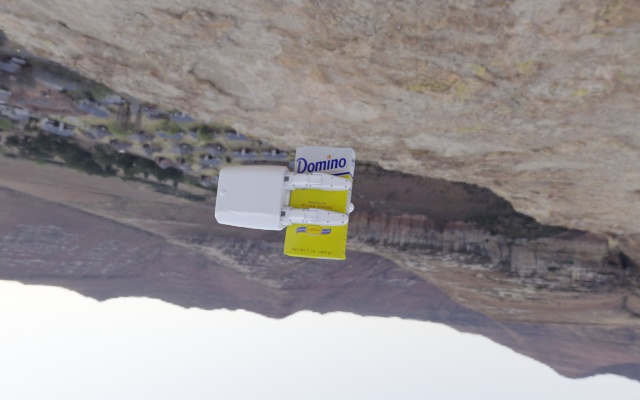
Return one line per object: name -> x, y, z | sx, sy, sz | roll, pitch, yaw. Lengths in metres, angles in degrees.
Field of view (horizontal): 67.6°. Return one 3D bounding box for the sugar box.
sugar box -> 0.000, 0.002, 0.755 | 0.093, 0.176, 0.048 | 3, -8, 12
